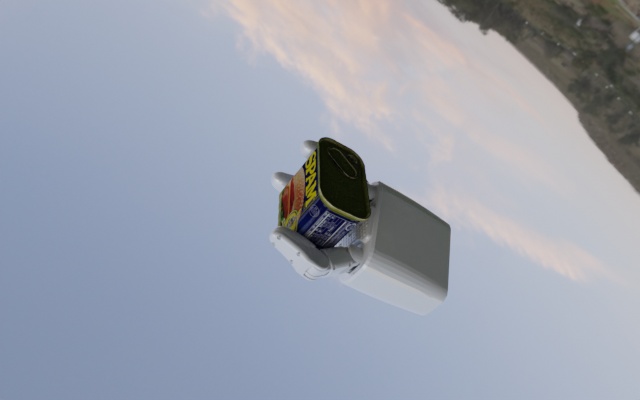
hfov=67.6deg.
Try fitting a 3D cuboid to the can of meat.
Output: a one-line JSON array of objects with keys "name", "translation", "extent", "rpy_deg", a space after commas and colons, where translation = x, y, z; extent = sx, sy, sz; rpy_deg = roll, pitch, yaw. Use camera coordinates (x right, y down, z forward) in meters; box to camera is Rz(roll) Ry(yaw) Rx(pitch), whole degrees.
[{"name": "can of meat", "translation": [0.000, 0.002, 0.478], "extent": [0.057, 0.102, 0.084], "rpy_deg": [25, -52, -23]}]
